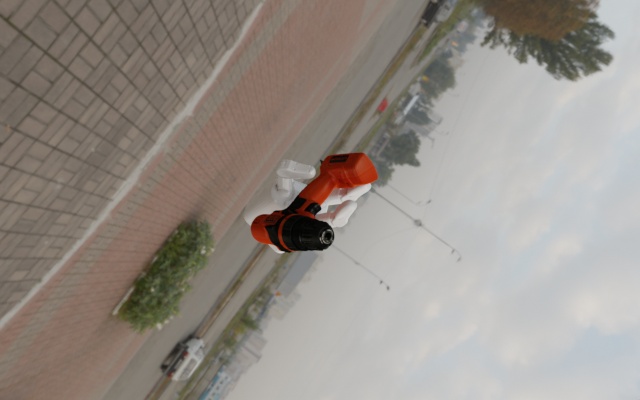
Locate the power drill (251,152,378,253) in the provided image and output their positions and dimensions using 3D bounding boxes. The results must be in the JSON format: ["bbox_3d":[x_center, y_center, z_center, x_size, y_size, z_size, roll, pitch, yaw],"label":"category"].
[{"bbox_3d":[0.000,0.002,0.710,0.187,0.057,0.184,-43,25,-27],"label":"power drill"}]
